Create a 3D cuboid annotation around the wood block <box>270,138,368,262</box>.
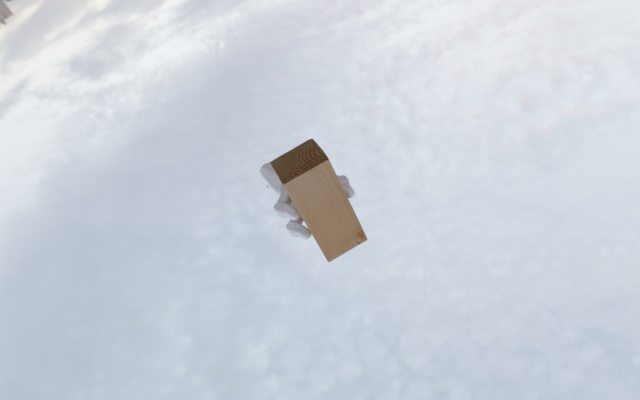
[{"bbox_3d":[0.000,0.003,0.882,0.091,0.206,0.090,-31,38,-3],"label":"wood block"}]
